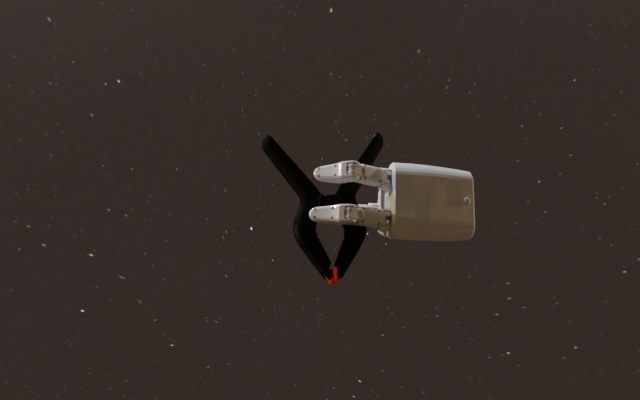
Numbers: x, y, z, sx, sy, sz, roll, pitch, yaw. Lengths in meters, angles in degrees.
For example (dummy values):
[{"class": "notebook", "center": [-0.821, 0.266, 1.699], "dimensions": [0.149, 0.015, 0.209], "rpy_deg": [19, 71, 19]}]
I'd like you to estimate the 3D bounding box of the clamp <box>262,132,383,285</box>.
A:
[{"class": "clamp", "center": [0.000, 0.003, 0.625], "dimensions": [0.164, 0.210, 0.036], "rpy_deg": [4, -17, -4]}]
